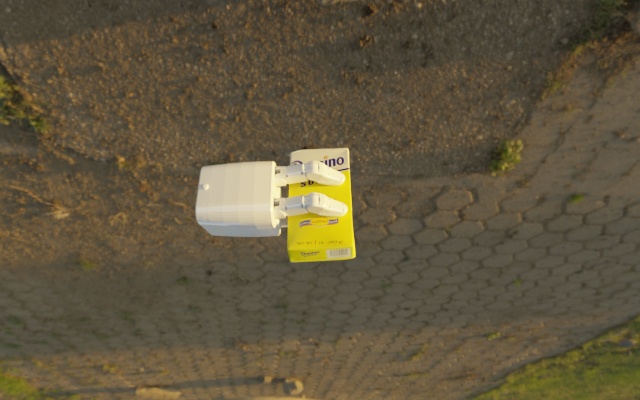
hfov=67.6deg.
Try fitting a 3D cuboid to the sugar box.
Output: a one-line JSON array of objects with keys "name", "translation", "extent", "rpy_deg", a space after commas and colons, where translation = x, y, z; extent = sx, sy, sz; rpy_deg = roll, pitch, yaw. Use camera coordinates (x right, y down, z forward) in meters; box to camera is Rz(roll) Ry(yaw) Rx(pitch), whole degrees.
[{"name": "sugar box", "translation": [0.000, 0.002, 0.702], "extent": [0.093, 0.176, 0.048], "rpy_deg": [-3, -32, 2]}]
